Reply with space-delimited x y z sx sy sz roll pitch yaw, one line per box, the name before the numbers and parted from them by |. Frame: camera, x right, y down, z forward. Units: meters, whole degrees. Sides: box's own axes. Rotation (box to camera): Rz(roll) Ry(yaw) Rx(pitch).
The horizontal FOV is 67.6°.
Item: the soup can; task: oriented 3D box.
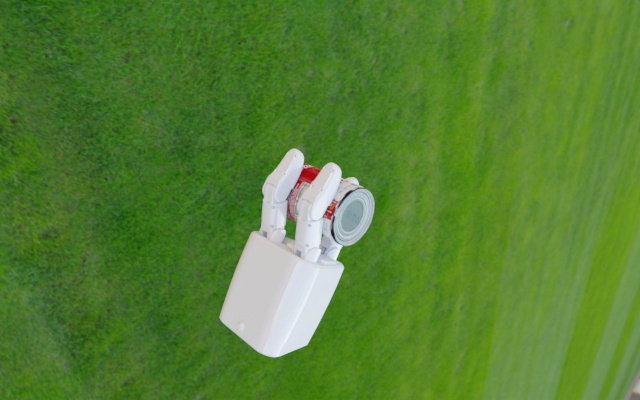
soup can | 0.001 0.001 0.531 0.102 0.068 0.068 25 16 39
